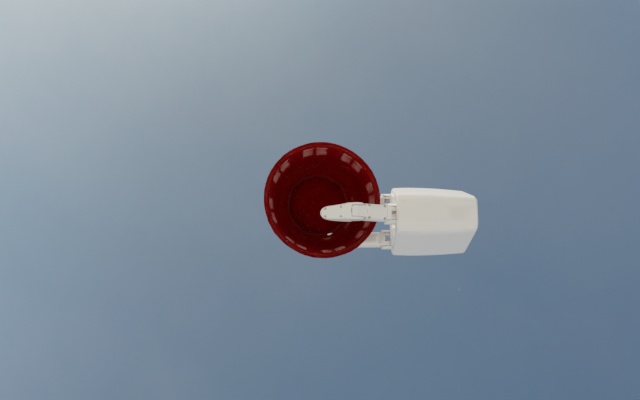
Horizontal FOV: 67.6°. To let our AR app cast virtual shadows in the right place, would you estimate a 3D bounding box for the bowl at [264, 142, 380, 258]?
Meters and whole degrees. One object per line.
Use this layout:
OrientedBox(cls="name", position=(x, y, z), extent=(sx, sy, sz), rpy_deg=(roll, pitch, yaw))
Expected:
OrientedBox(cls="bowl", position=(-0.001, 0.002, 0.676), extent=(0.162, 0.162, 0.055), rpy_deg=(0, -10, -8))
